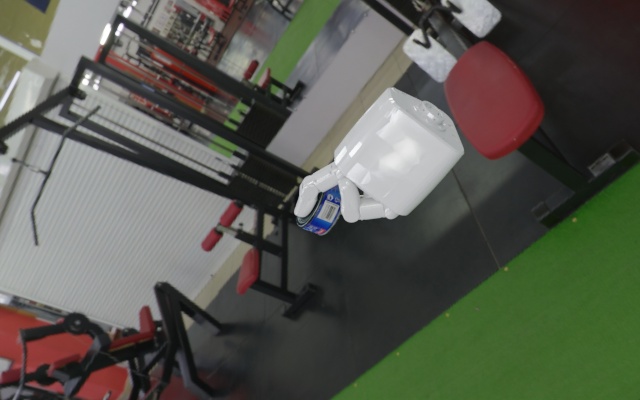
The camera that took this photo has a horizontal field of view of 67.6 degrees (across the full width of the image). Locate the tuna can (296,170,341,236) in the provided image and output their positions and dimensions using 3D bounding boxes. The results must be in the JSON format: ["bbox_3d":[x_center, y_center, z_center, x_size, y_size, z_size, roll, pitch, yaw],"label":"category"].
[{"bbox_3d":[0.000,0.002,0.651,0.034,0.086,0.086,22,-8,-20],"label":"tuna can"}]
